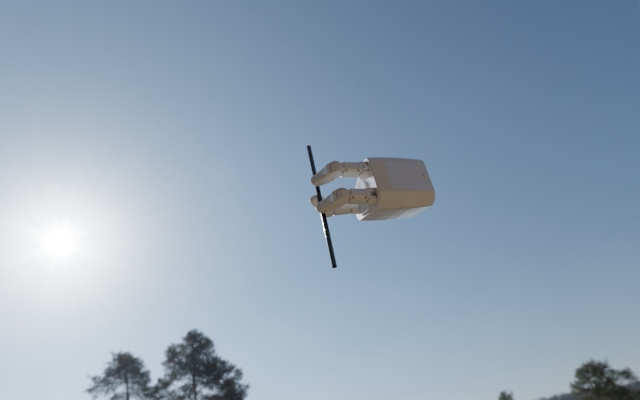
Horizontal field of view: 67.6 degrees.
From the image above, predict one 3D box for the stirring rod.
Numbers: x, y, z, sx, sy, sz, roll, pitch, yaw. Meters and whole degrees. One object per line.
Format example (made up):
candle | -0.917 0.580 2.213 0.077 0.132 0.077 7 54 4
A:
stirring rod | 0.000 0.003 0.796 0.011 0.239 0.011 -9 -32 -6
